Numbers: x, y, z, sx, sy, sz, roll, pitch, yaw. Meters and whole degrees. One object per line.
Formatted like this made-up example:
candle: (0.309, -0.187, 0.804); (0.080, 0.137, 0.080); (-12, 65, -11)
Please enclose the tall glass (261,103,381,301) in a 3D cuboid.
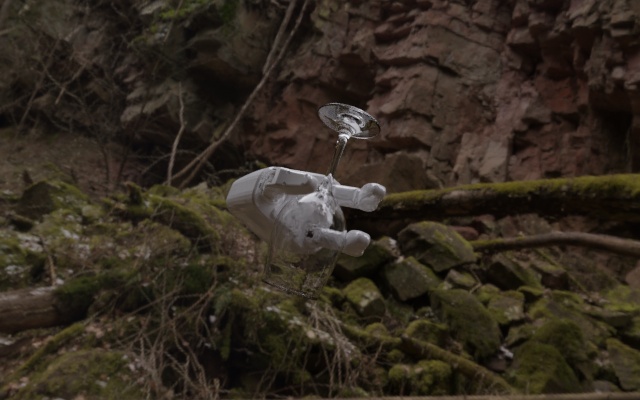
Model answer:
tall glass: (0.000, 0.001, 0.513); (0.079, 0.201, 0.079); (18, -14, 5)
